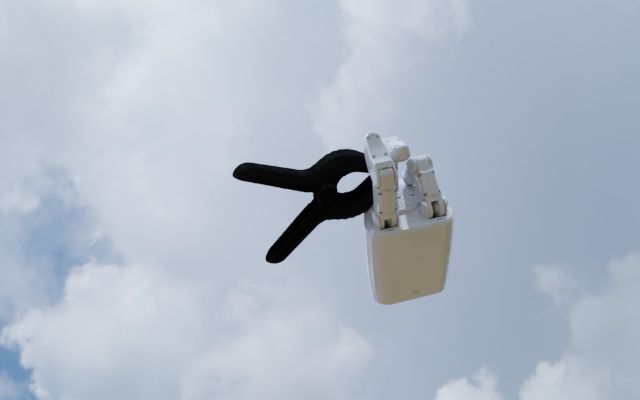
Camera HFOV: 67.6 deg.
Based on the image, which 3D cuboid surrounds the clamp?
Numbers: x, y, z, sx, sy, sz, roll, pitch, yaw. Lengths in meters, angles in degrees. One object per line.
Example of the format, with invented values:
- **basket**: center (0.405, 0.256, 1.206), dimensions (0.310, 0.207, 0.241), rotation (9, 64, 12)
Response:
- **clamp**: center (0.000, 0.001, 0.514), dimensions (0.171, 0.120, 0.039), rotation (-11, 32, -9)
